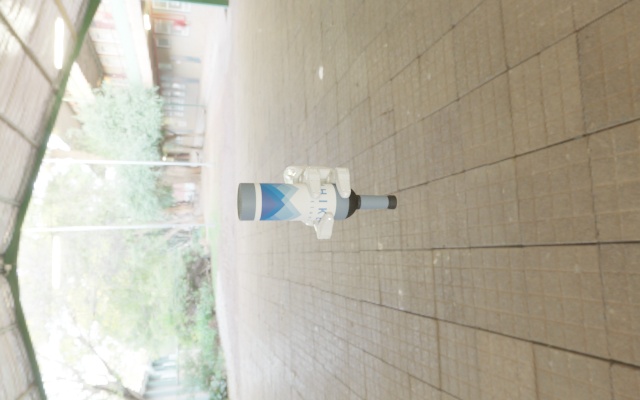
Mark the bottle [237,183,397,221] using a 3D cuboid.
[{"bbox_3d":[0.000,0.003,0.870,0.296,0.069,0.069,0,0,-17],"label":"bottle"}]
